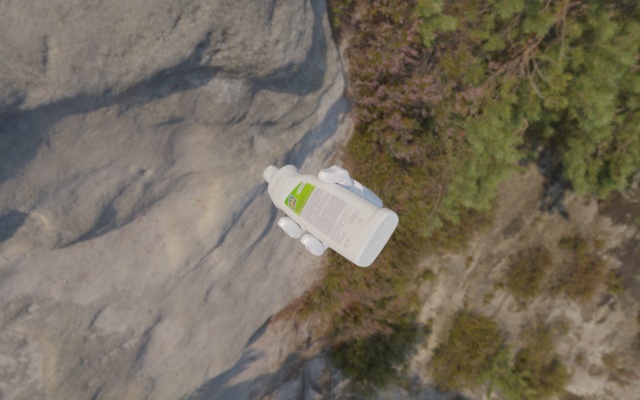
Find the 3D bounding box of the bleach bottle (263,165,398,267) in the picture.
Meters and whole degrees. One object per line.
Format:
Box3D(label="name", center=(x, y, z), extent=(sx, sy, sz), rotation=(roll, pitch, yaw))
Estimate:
Box3D(label="bleach bottle", center=(0.000, 0.003, 0.792), extent=(0.250, 0.102, 0.068), rotation=(34, 4, 32))
